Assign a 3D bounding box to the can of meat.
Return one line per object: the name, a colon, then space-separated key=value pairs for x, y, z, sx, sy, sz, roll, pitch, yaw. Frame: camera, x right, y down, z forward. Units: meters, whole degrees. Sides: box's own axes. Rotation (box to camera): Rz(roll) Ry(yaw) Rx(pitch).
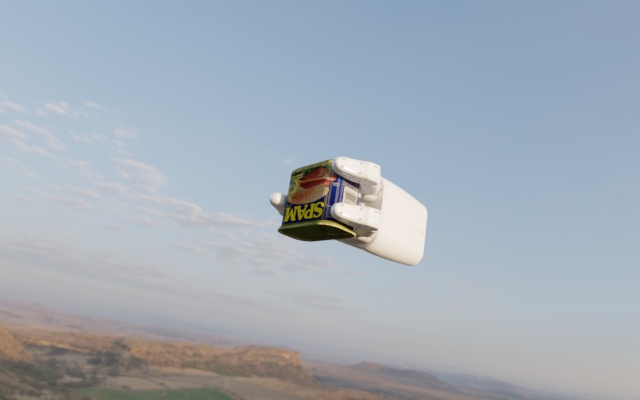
can of meat: x=0.000 y=0.002 z=0.595 sx=0.057 sy=0.084 sz=0.102 roll=25 pitch=-24 yaw=-39
